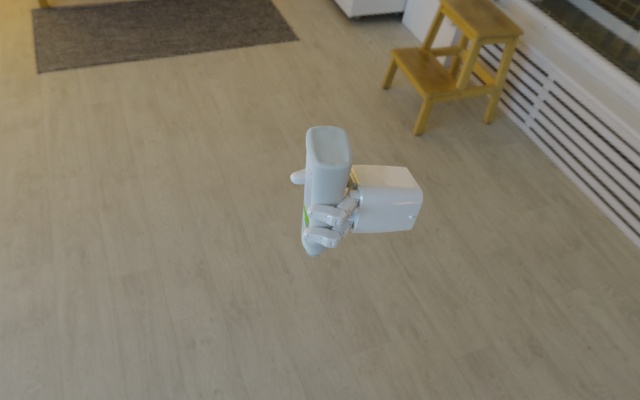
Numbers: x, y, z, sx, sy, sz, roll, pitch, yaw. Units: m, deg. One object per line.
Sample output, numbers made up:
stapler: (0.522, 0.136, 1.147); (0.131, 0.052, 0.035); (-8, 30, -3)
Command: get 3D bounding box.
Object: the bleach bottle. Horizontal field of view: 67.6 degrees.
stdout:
bleach bottle: (0.000, 0.003, 0.807); (0.068, 0.102, 0.251); (0, -42, -9)
